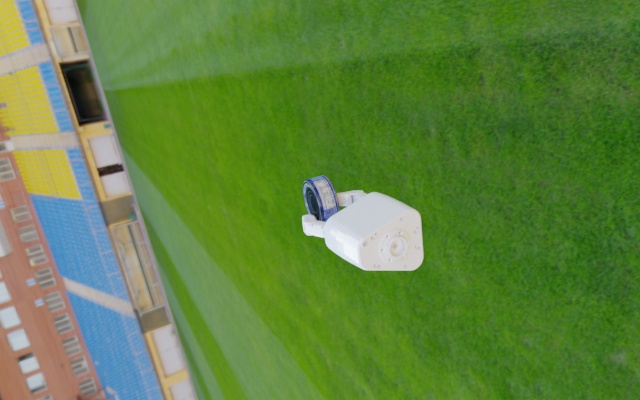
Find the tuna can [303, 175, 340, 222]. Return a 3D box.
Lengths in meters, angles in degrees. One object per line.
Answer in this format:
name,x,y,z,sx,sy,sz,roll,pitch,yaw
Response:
tuna can,0.000,0.003,0.803,0.034,0.086,0.086,-16,5,-17
